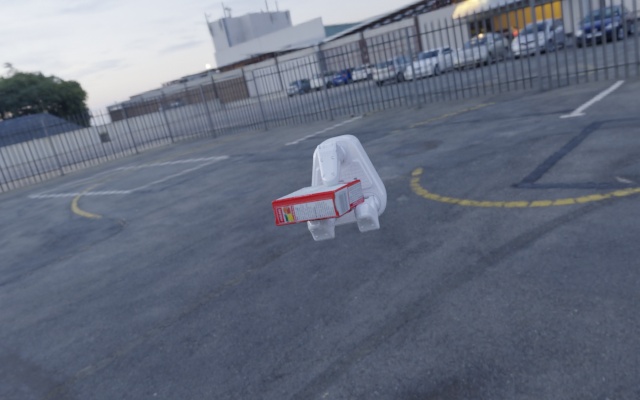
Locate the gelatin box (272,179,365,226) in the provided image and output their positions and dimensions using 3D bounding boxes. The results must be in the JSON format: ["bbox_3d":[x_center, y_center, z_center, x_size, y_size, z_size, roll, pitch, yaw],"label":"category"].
[{"bbox_3d":[0.000,0.001,0.521,0.073,0.030,0.089,-9,7,23],"label":"gelatin box"}]
